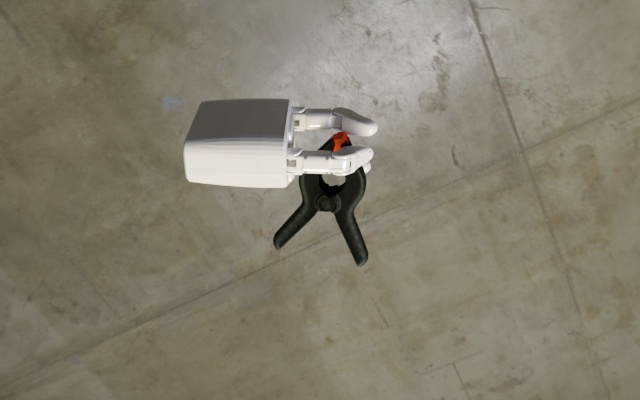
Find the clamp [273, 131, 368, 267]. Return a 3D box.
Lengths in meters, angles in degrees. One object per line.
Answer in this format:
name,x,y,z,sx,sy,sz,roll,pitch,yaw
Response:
clamp,0.000,0.002,0.569,0.120,0.171,0.039,1,24,2
